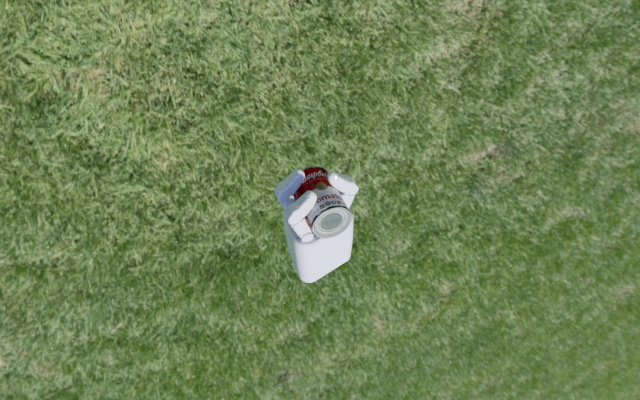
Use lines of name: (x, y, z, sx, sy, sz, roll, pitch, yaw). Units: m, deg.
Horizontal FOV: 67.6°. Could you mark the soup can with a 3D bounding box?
soup can: (0.000, 0.002, 0.759, 0.068, 0.068, 0.102, 0, 40, -27)
